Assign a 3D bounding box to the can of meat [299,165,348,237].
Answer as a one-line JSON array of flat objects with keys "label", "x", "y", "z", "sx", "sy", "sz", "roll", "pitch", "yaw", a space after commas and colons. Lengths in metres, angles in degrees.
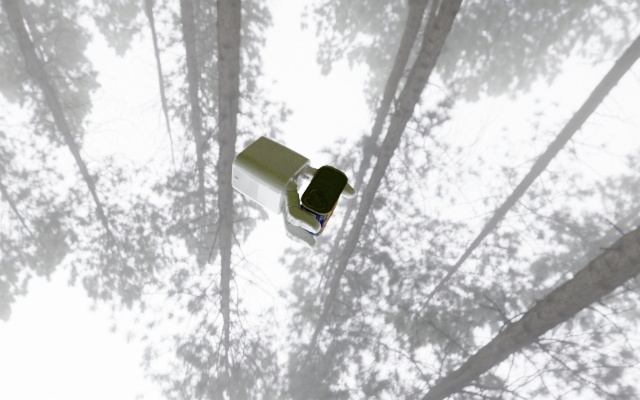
[{"label": "can of meat", "x": 0.000, "y": 0.003, "z": 0.842, "sx": 0.057, "sy": 0.102, "sz": 0.084, "roll": 26, "pitch": -35, "yaw": 6}]
